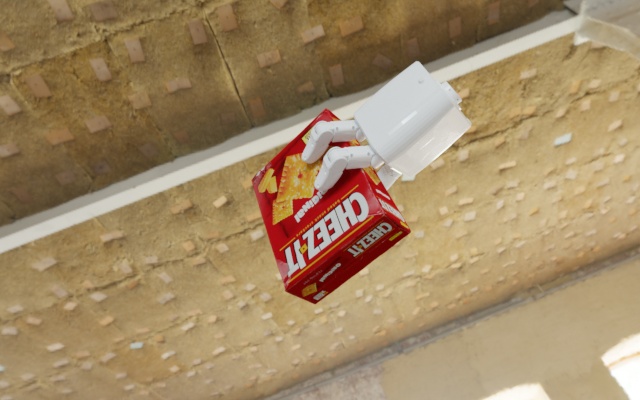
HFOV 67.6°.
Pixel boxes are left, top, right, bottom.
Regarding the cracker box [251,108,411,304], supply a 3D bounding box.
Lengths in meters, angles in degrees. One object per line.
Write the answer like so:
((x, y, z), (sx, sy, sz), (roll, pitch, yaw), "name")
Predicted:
((0.000, 0.002, 0.647), (0.164, 0.213, 0.072), (-41, -44, 19), "cracker box")
